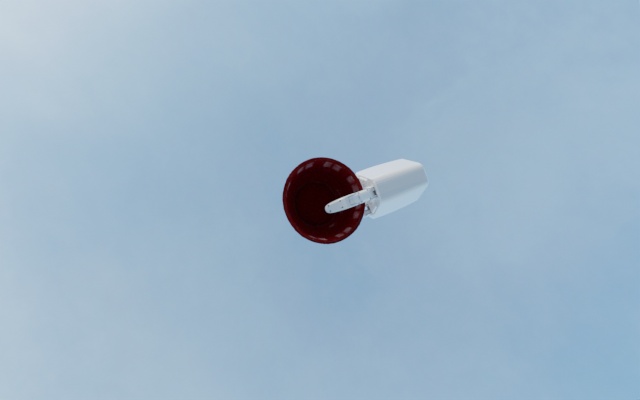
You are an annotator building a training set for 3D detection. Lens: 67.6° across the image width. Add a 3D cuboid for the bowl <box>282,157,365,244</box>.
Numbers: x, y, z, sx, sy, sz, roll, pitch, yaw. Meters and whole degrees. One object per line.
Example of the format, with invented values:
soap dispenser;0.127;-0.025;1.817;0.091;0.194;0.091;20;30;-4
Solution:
bowl;-0.001;0.003;0.898;0.162;0.162;0.055;0;-8;-20
